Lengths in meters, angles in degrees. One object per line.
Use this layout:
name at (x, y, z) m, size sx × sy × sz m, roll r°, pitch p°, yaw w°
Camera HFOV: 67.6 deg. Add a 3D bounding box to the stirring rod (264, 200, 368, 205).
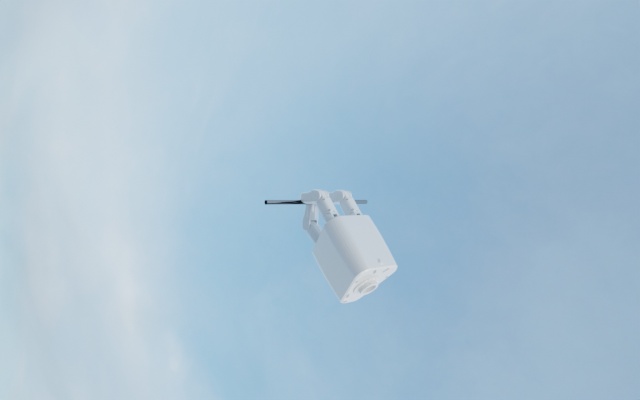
stirring rod at (0.000, 0.003, 0.866) m, size 0.239 × 0.011 × 0.011 m, roll 0°, pitch 0°, yaw -41°
